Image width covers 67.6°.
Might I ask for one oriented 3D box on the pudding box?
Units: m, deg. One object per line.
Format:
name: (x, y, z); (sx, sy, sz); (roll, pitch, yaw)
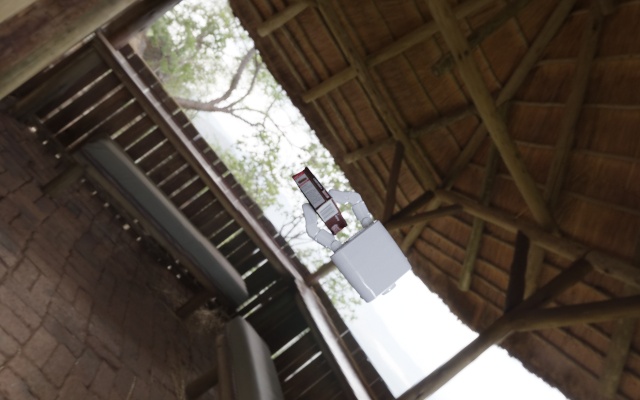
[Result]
pudding box: (0.000, 0.003, 0.863); (0.039, 0.090, 0.114); (-36, -33, -4)
